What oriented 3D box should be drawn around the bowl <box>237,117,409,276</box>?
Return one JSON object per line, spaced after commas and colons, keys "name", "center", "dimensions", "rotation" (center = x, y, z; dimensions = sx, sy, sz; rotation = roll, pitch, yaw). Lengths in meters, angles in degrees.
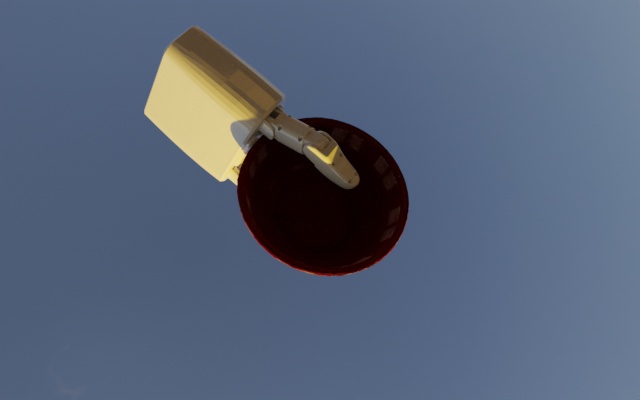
{"name": "bowl", "center": [0.001, 0.003, 0.462], "dimensions": [0.162, 0.162, 0.055], "rotation": [0, -25, -12]}
